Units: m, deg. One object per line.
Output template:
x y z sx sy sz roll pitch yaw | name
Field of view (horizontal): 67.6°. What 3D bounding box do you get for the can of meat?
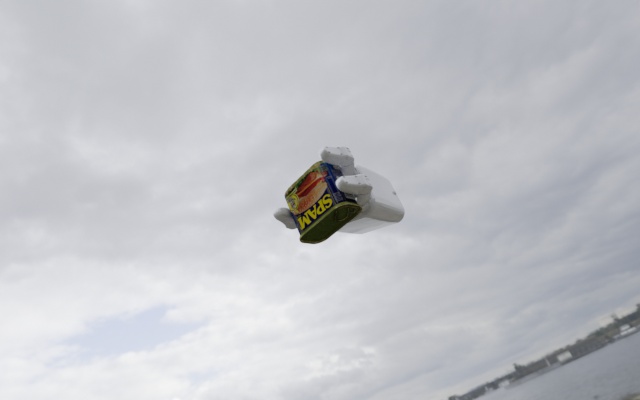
0.000 0.002 0.709 0.102 0.084 0.057 -41 -32 29 | can of meat
